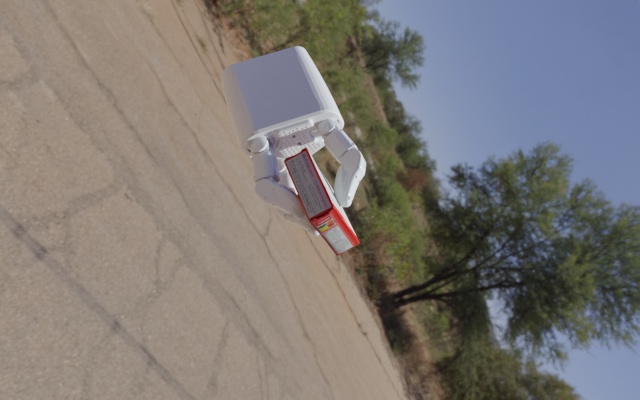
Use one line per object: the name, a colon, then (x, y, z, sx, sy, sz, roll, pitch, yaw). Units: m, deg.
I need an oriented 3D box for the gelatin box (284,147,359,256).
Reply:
gelatin box: (0.001, 0.002, 0.482, 0.030, 0.089, 0.073, -29, -40, 5)
